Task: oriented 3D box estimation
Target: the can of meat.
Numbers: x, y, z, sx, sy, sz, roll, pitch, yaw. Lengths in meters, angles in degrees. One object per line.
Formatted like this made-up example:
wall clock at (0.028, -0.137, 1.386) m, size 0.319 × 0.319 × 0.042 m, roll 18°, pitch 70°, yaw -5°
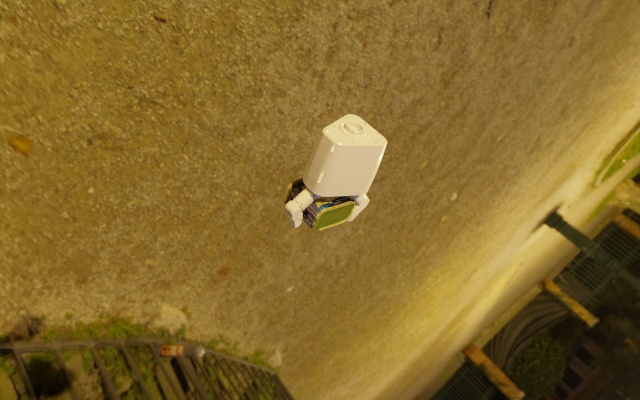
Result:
can of meat at (0.000, 0.003, 0.852) m, size 0.102 × 0.057 × 0.084 m, roll -16°, pitch 51°, yaw -42°
